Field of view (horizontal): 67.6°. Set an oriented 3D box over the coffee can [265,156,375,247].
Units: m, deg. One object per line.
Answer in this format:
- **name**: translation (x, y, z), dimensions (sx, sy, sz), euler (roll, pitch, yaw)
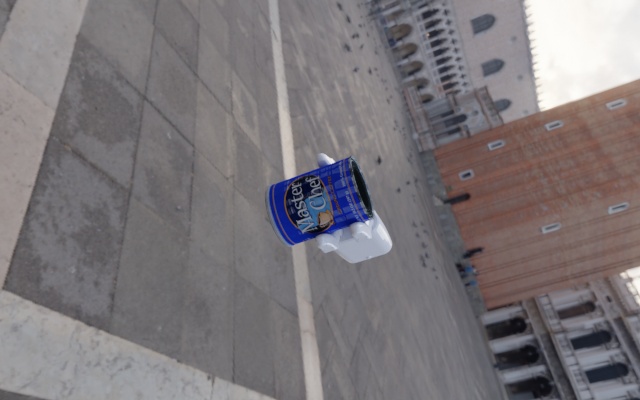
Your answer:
- **coffee can**: translation (0.000, 0.002, 0.735), dimensions (0.140, 0.103, 0.103), euler (-19, -5, 14)
